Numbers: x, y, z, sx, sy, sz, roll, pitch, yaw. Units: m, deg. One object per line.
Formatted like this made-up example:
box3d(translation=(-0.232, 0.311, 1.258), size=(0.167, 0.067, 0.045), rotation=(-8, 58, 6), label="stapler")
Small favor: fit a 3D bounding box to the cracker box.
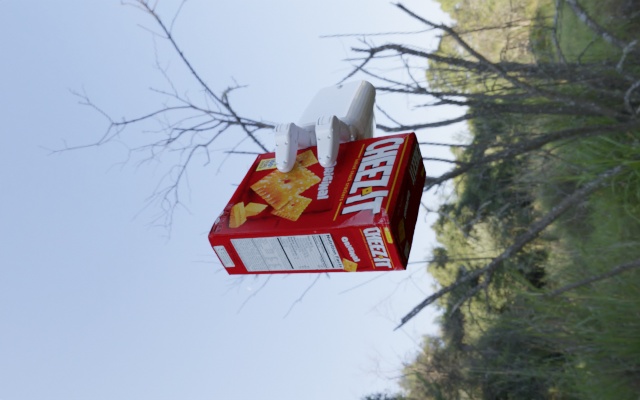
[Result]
box3d(translation=(0.000, 0.002, 0.547), size=(0.214, 0.072, 0.164), rotation=(-6, 37, 25), label="cracker box")
